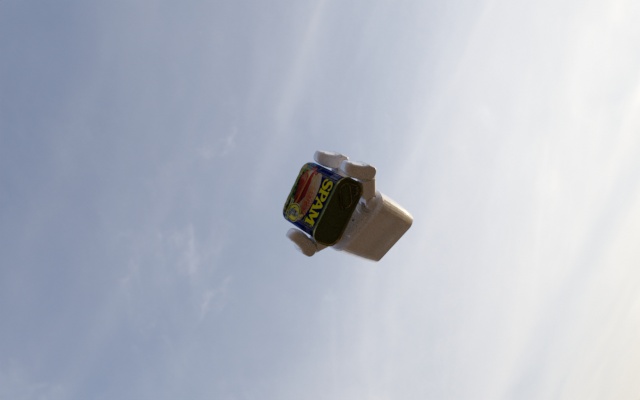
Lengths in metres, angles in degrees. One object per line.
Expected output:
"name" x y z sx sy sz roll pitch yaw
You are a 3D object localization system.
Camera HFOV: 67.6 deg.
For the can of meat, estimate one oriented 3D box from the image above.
"can of meat" 0.000 0.002 0.695 0.057 0.102 0.084 22 5 -46
